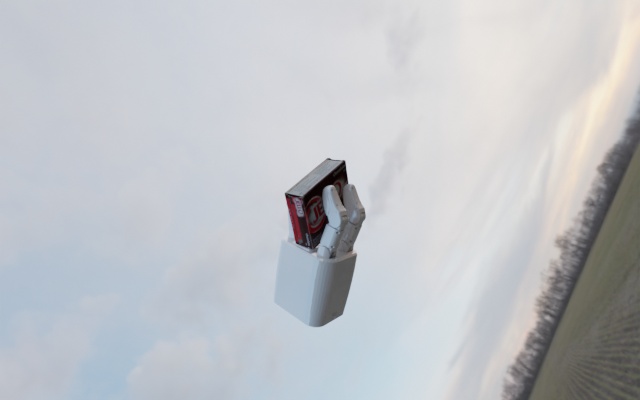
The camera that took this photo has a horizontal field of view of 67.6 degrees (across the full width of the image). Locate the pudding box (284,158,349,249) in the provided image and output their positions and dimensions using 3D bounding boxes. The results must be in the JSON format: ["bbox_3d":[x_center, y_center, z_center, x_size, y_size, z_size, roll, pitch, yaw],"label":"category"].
[{"bbox_3d":[0.000,0.002,0.700,0.039,0.090,0.113,13,39,31],"label":"pudding box"}]
